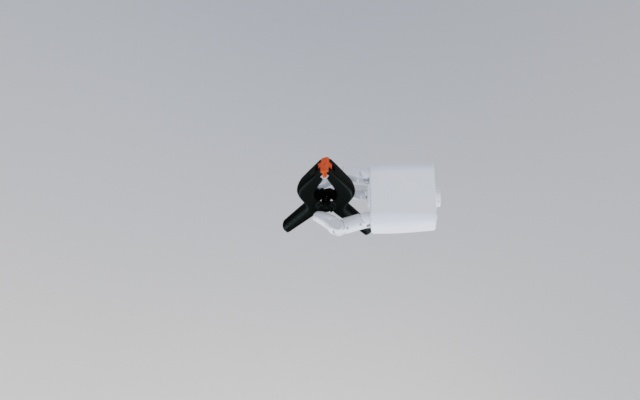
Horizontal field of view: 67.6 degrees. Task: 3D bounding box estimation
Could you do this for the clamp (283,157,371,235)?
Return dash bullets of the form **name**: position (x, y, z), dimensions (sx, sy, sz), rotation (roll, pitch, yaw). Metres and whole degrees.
- **clamp**: position (0.000, 0.003, 0.811), dimensions (0.164, 0.036, 0.210), rotation (-3, -33, 8)
